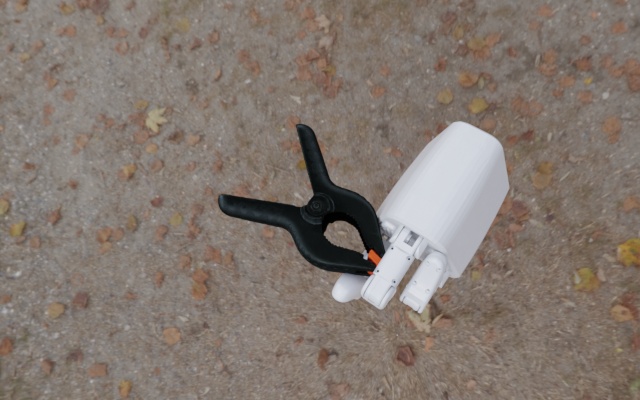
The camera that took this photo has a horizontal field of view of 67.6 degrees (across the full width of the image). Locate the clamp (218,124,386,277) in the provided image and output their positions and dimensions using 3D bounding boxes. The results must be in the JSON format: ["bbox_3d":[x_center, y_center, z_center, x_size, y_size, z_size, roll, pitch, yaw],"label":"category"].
[{"bbox_3d":[0.000,0.001,0.450,0.171,0.120,0.039,32,-10,16],"label":"clamp"}]
